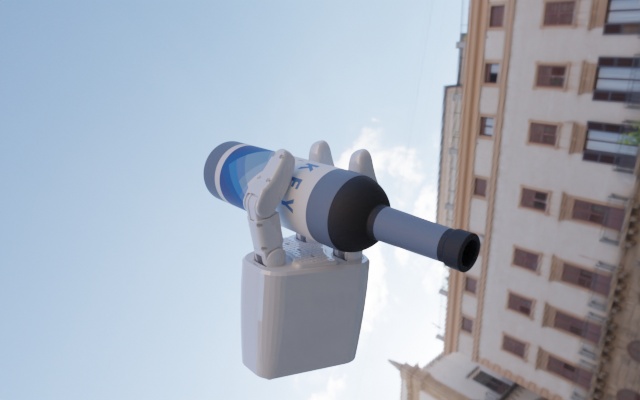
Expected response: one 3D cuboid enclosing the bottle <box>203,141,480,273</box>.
[{"bbox_3d":[0.000,0.001,0.420,0.069,0.069,0.295,0,13,-44],"label":"bottle"}]
